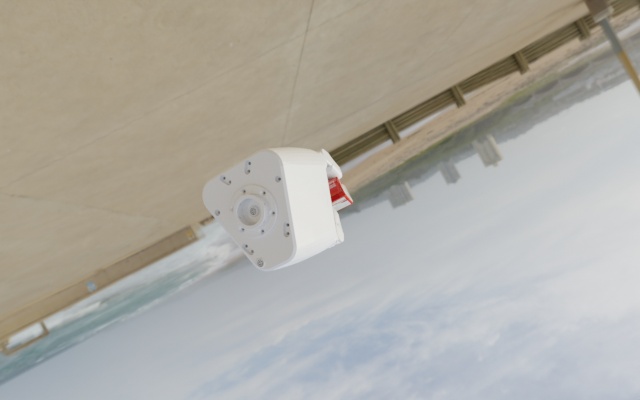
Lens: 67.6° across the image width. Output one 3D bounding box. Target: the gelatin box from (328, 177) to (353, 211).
[{"bbox_3d":[0.000,0.002,0.625,0.073,0.030,0.089,-26,-10,6],"label":"gelatin box"}]
